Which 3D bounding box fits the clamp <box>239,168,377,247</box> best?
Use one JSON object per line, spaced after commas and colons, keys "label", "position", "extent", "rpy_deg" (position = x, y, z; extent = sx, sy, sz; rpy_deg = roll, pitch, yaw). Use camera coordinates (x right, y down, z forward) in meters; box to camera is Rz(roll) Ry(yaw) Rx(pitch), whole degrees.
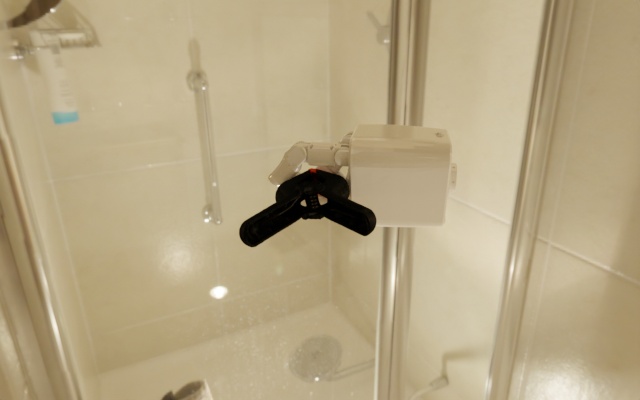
{"label": "clamp", "position": [0.000, 0.002, 0.480], "extent": [0.120, 0.039, 0.171], "rpy_deg": [3, 22, 10]}
